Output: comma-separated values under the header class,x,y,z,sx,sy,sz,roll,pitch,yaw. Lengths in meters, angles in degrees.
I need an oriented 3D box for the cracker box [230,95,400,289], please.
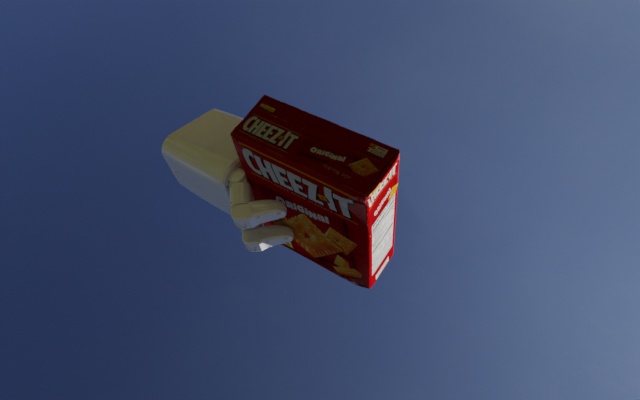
class,x,y,z,sx,sy,sz,roll,pitch,yaw
cracker box,0.000,0.002,0.550,0.164,0.072,0.214,25,-27,21
